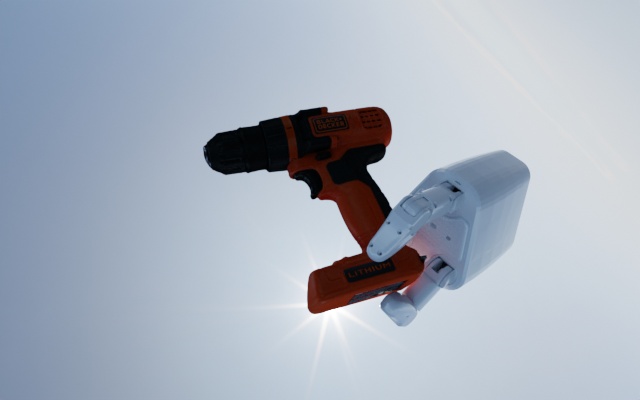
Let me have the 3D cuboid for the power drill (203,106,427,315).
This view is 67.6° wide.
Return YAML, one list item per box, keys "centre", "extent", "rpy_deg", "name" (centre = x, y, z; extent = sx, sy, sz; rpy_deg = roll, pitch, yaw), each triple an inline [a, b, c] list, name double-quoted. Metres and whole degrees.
- centre: [0.000, 0.002, 0.434]
  extent: [0.184, 0.187, 0.057]
  rpy_deg: [-12, -21, -13]
  name: "power drill"
